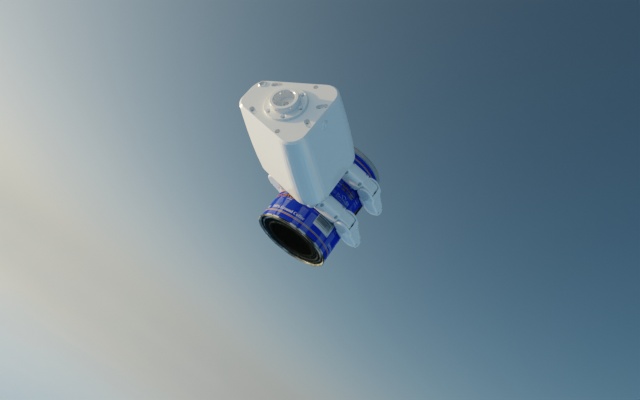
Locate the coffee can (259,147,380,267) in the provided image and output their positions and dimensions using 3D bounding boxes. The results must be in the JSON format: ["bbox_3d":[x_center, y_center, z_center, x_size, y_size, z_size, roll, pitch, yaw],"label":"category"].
[{"bbox_3d":[0.000,0.002,0.640,0.103,0.140,0.103,30,-25,15],"label":"coffee can"}]
